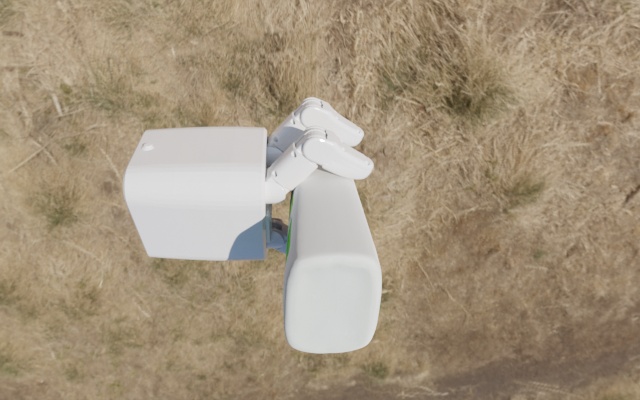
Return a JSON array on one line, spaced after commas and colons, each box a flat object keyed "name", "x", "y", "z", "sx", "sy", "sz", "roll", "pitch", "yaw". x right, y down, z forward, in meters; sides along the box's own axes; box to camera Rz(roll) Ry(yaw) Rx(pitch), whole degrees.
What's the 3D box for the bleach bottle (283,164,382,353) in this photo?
[{"name": "bleach bottle", "x": 0.000, "y": 0.001, "z": 0.425, "sx": 0.068, "sy": 0.103, "sz": 0.250, "roll": 0, "pitch": 35, "yaw": -5}]
